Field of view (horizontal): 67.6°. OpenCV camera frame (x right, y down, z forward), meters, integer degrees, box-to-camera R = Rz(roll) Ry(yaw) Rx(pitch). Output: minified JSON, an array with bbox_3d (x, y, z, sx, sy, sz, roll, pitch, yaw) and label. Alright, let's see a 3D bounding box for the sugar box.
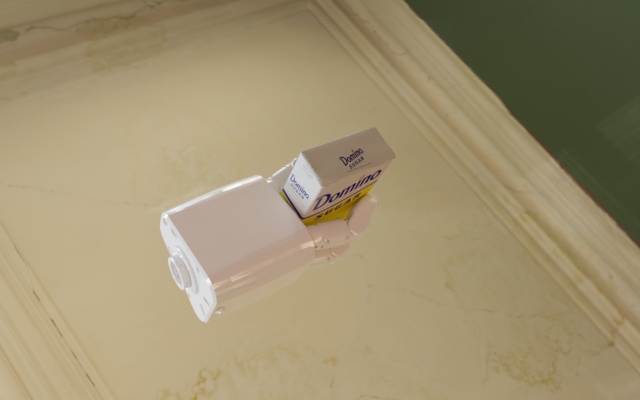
[{"bbox_3d":[0.000,0.002,0.507,0.093,0.048,0.176,-23,-18,-31],"label":"sugar box"}]
